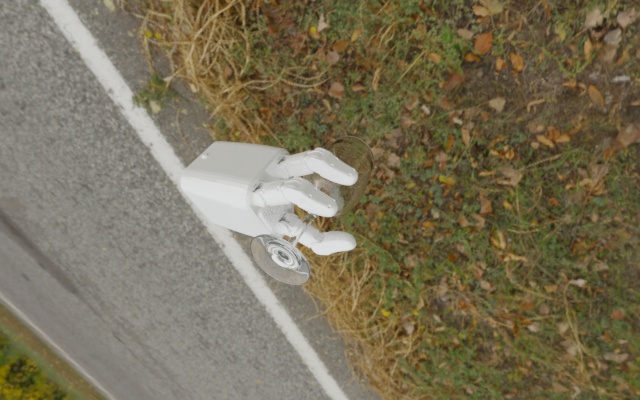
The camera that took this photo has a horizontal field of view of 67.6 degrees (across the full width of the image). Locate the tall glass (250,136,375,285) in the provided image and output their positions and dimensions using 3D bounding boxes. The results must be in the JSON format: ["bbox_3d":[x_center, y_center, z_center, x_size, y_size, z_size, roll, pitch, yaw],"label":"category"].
[{"bbox_3d":[0.000,0.002,0.572,0.079,0.079,0.201,0,39,35],"label":"tall glass"}]
